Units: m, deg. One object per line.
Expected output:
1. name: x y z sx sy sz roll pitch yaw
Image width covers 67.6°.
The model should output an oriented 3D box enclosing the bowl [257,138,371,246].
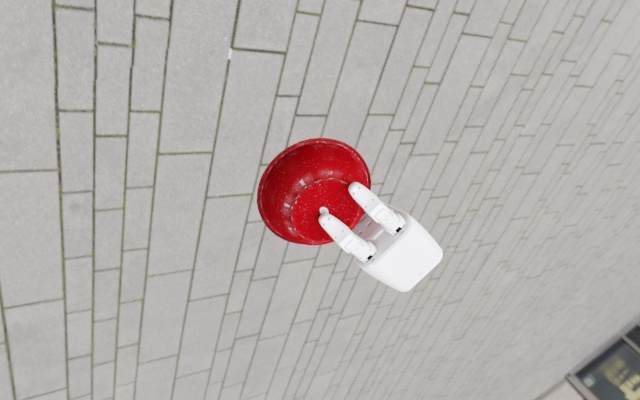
1. bowl: -0.001 0.002 0.630 0.162 0.162 0.055 0 27 -17
